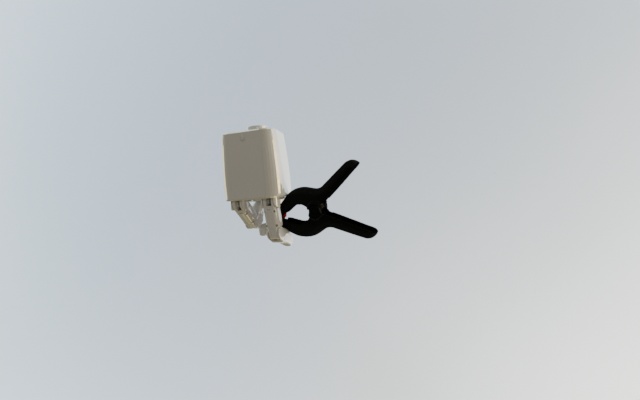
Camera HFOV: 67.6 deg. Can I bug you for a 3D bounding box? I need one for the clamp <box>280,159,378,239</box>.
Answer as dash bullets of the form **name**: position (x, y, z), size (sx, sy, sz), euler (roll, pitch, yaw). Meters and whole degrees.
- **clamp**: position (0.000, 0.002, 0.738), size (0.171, 0.120, 0.039), euler (-4, 3, 20)
